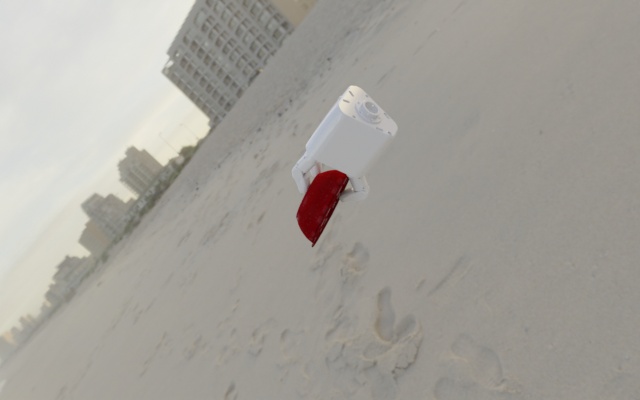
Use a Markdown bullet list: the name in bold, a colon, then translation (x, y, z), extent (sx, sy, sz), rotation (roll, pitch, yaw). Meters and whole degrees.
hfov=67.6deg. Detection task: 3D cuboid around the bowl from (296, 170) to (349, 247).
- **bowl**: translation (-0.001, 0.004, 0.878), extent (0.055, 0.162, 0.162), rotation (27, 2, 4)
